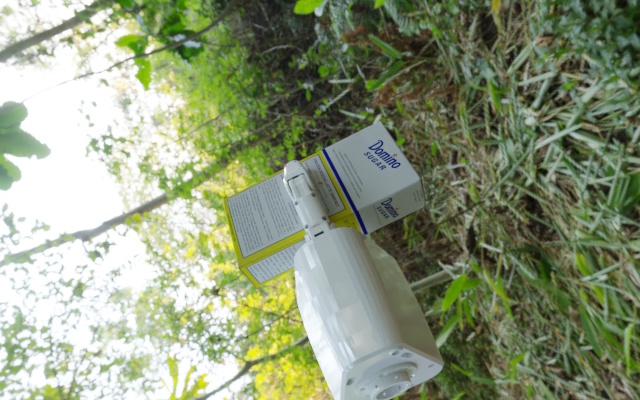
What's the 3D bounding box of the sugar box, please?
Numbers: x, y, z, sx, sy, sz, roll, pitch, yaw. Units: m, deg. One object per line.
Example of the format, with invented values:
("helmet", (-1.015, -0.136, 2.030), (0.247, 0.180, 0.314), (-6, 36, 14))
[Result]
("sugar box", (0.000, 0.002, 0.452), (0.176, 0.093, 0.048), (-24, -42, 0))
